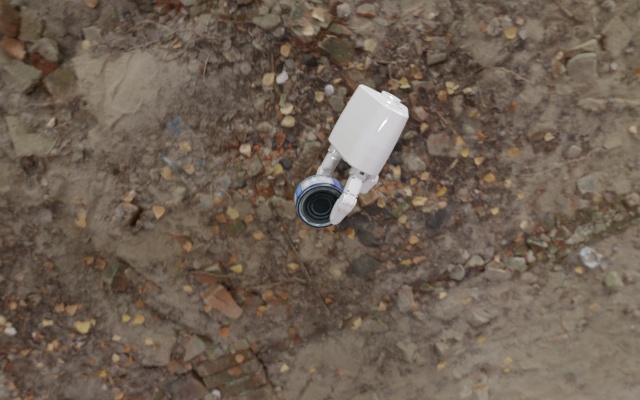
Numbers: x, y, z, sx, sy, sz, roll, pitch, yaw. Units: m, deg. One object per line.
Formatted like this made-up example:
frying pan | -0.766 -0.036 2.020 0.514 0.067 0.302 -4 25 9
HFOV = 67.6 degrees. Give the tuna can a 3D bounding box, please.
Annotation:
tuna can | 0.000 0.003 0.781 0.086 0.086 0.033 0 30 -9
